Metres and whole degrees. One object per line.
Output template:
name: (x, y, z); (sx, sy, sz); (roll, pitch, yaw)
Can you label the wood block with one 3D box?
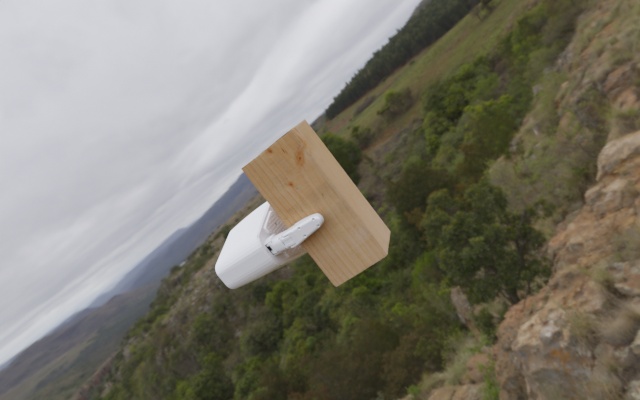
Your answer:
wood block: (0.000, 0.002, 0.662); (0.090, 0.206, 0.090); (-35, 9, 20)
